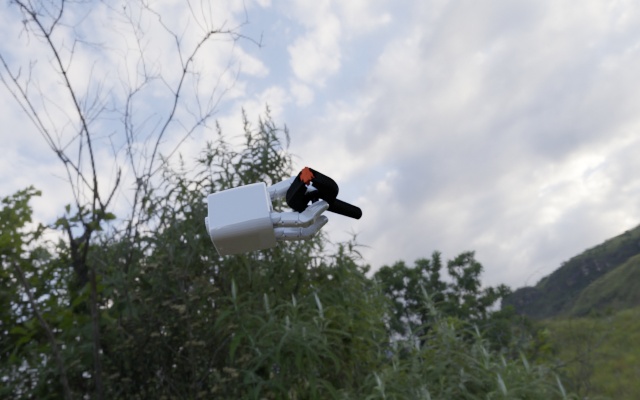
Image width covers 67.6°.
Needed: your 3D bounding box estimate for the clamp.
[{"bbox_3d":[0.000,0.002,0.863,0.164,0.036,0.210,-13,-29,-6],"label":"clamp"}]
